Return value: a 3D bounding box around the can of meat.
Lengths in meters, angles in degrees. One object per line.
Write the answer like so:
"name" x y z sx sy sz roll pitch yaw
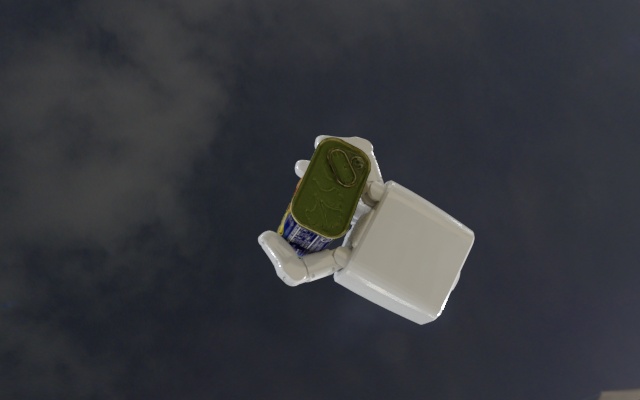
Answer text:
"can of meat" 0.000 0.002 0.478 0.057 0.102 0.084 26 -28 -6
